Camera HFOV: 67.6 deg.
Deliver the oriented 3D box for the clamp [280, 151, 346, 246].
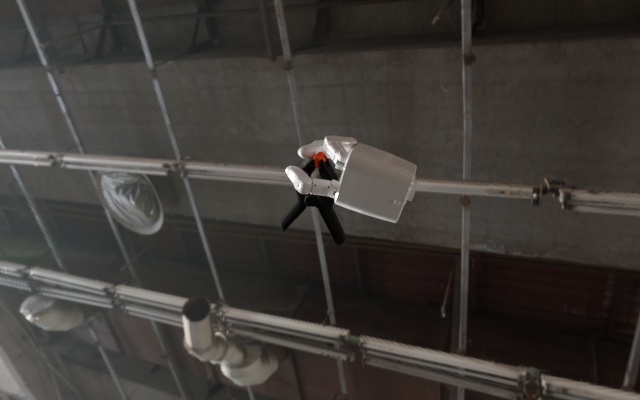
[{"bbox_3d":[0.000,0.002,0.818,0.120,0.172,0.039,17,36,3],"label":"clamp"}]
